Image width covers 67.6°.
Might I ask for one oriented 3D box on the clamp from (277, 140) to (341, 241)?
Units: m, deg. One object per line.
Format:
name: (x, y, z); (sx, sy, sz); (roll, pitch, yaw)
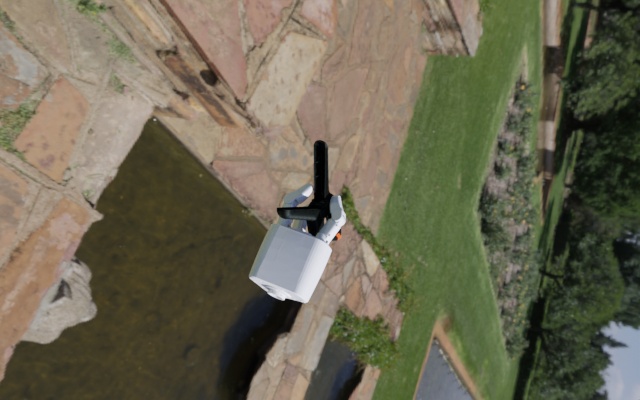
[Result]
clamp: (0.001, 0.004, 0.882); (0.036, 0.164, 0.210); (12, -24, 30)
